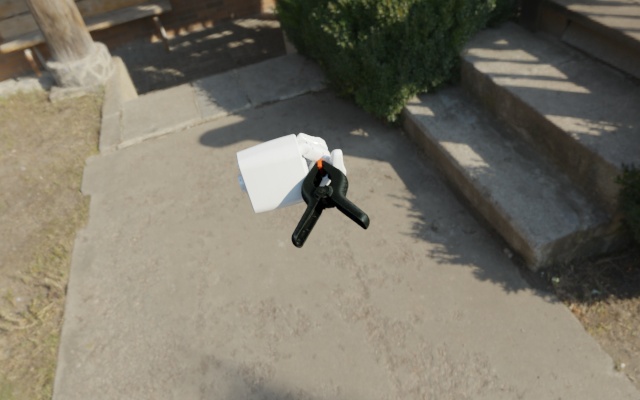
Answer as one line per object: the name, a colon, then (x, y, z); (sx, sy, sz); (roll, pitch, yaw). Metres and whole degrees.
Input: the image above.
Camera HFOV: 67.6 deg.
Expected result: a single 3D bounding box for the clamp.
clamp: (0.000, 0.002, 0.757); (0.120, 0.039, 0.171); (-18, 41, -1)
